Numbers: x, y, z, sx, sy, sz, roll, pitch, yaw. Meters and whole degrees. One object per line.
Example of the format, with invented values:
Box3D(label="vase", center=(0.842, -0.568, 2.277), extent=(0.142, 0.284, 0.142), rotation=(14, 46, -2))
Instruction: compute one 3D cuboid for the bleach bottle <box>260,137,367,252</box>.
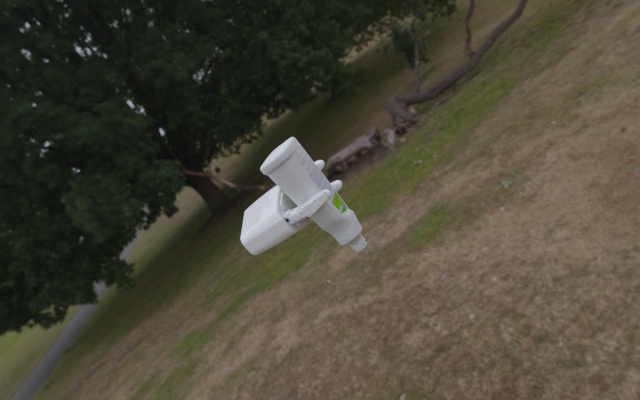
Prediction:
Box3D(label="bleach bottle", center=(0.000, 0.003, 0.896), extent=(0.068, 0.251, 0.102), rotation=(-34, 16, 25))
